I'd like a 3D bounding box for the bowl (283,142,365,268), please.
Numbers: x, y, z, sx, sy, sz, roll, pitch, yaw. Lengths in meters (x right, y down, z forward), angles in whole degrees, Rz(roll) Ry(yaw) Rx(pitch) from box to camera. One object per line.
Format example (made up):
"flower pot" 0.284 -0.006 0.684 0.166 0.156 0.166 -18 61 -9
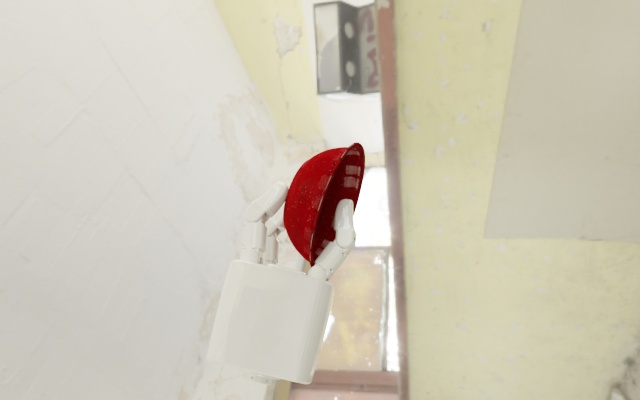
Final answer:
"bowl" 0.000 0.001 0.574 0.055 0.162 0.162 19 6 17
